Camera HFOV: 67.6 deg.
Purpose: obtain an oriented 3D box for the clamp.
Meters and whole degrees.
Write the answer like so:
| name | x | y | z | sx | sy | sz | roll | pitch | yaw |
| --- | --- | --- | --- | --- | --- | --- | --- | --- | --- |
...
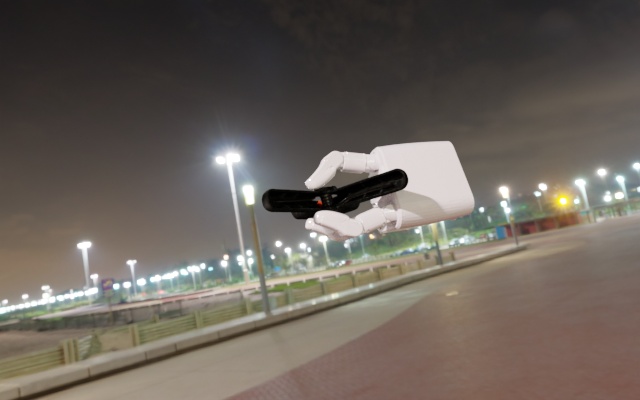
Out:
| name | x | y | z | sx | sy | sz | roll | pitch | yaw |
| --- | --- | --- | --- | --- | --- | --- | --- | --- | --- |
| clamp | 0.000 | 0.001 | 0.610 | 0.164 | 0.036 | 0.210 | -8 | -8 | -13 |
